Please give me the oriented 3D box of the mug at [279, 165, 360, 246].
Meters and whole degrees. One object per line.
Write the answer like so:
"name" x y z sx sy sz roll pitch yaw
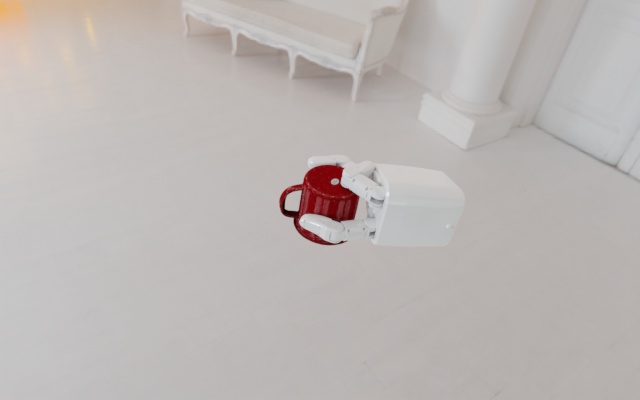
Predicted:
"mug" -0.001 0.002 0.676 0.117 0.082 0.093 4 38 -8
